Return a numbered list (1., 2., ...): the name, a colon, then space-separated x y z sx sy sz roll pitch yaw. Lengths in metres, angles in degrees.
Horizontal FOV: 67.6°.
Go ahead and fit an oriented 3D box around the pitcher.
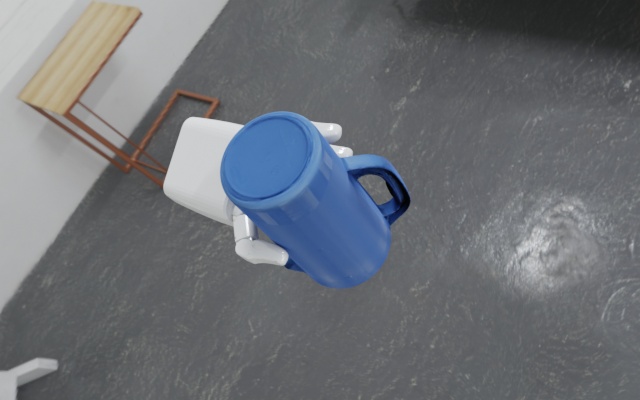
1. pitcher: 0.000 0.002 0.546 0.145 0.149 0.243 17 -17 28
